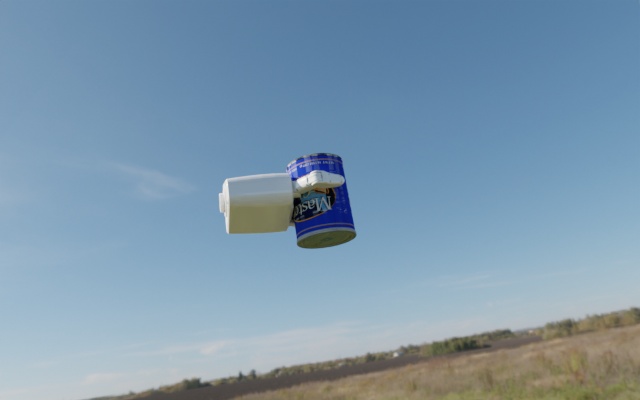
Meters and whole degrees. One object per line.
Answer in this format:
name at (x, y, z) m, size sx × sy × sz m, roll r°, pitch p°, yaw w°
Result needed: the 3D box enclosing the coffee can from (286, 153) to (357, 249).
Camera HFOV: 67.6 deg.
coffee can at (0.000, 0.003, 0.829) m, size 0.103 × 0.140 × 0.103 m, roll -8°, pitch -19°, yaw -3°
